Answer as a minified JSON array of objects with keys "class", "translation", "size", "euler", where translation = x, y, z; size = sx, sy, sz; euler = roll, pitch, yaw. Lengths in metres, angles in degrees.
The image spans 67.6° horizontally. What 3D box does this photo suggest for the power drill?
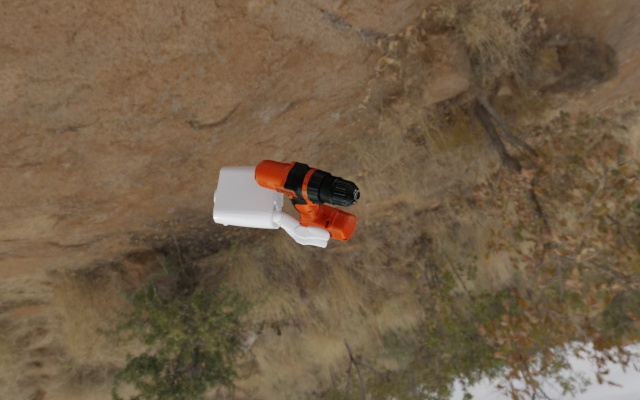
[{"class":"power drill","translation":[0.000,0.003,0.800],"size":[0.184,0.057,0.188],"euler":[17,-21,28]}]
